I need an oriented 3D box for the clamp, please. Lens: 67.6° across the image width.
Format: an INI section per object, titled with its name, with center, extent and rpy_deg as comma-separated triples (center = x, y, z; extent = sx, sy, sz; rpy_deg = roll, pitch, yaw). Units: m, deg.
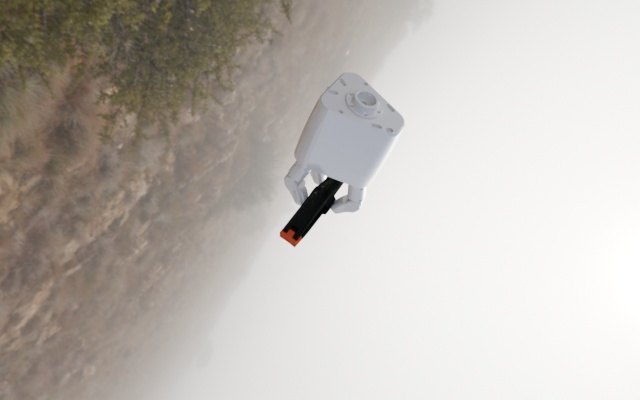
[clamp]
center = 0.001, 0.003, 0.724
extent = 0.036, 0.210, 0.165
rpy_deg = 35, -39, 5
